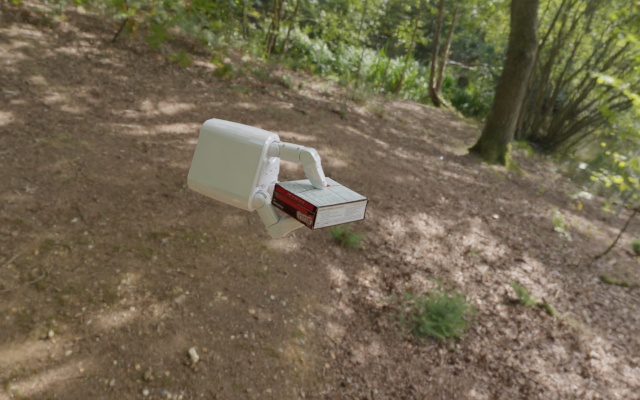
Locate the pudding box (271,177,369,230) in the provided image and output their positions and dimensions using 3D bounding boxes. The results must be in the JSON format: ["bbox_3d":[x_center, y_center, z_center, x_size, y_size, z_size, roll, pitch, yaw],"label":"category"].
[{"bbox_3d":[0.000,0.002,0.685,0.113,0.039,0.090,-10,31,-44],"label":"pudding box"}]
